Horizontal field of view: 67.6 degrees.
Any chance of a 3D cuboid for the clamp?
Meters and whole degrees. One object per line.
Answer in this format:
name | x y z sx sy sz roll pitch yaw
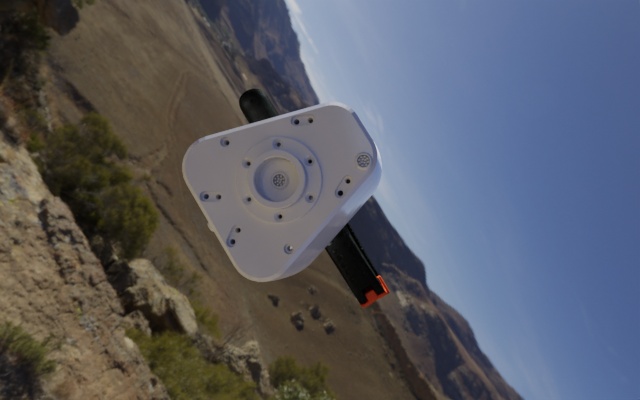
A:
clamp | 0.001 0.002 0.461 0.036 0.210 0.164 -31 -5 5
